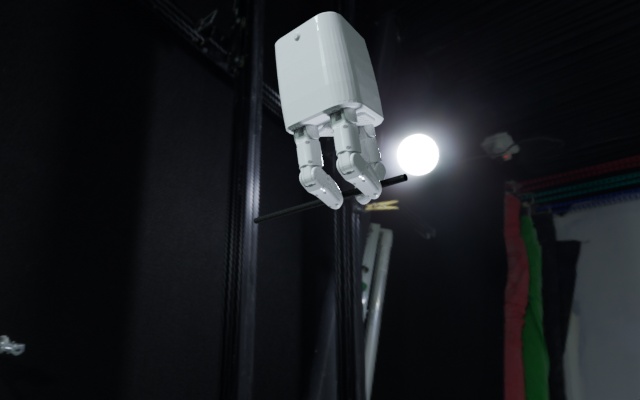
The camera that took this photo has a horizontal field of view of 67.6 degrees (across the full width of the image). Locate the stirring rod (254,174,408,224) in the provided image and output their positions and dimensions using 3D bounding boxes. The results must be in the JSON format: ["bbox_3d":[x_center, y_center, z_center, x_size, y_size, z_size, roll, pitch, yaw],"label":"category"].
[{"bbox_3d":[0.000,0.002,0.570,0.239,0.011,0.011,-16,-11,40],"label":"stirring rod"}]
